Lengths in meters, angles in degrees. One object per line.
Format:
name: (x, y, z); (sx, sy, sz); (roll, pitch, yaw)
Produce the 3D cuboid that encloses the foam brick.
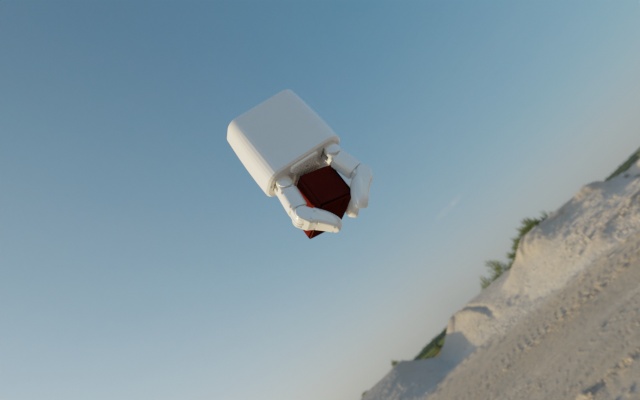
foam brick: (0.000, 0.002, 0.626); (0.053, 0.051, 0.078); (-24, -27, -30)
